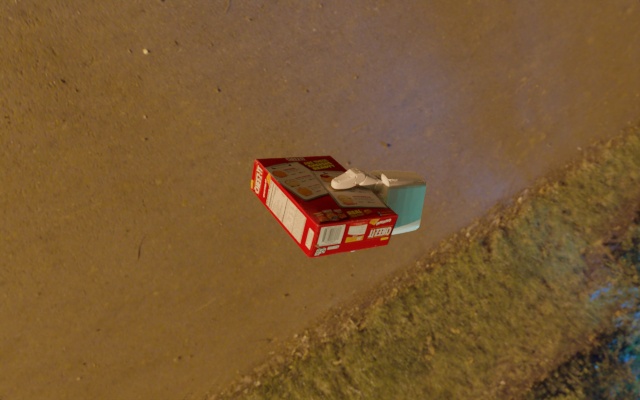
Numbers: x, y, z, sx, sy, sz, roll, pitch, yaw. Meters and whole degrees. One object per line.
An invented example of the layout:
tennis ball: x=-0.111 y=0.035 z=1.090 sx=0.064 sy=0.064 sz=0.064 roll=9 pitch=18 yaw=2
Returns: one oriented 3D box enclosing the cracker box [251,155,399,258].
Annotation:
cracker box: x=0.000 y=0.003 z=0.815 sx=0.164 sy=0.072 sz=0.213 roll=-6 pitch=34 yaw=-35
